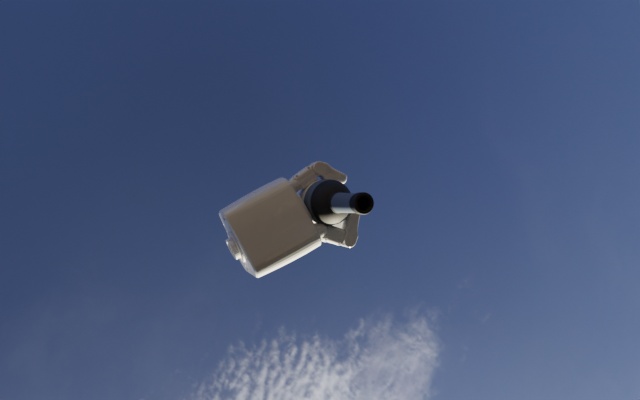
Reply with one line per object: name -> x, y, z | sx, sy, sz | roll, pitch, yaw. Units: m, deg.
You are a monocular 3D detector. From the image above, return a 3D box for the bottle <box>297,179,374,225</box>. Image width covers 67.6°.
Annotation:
bottle -> 0.000, 0.002, 0.722 | 0.069, 0.069, 0.295 | 0, 0, -21
